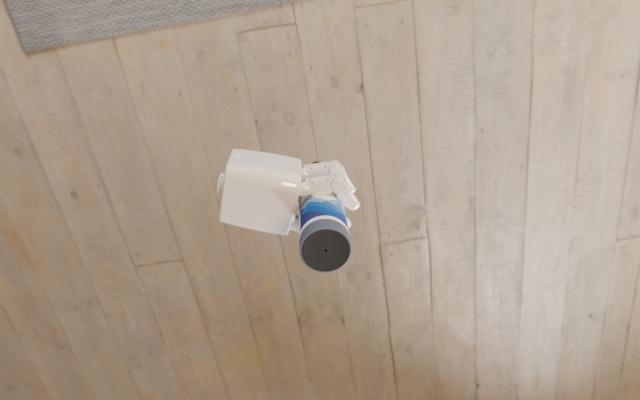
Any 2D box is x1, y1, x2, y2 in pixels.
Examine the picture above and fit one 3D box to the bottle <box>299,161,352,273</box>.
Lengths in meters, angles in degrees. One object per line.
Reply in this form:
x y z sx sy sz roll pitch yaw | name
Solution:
0.000 0.003 0.733 0.069 0.069 0.295 0 24 -3 | bottle
